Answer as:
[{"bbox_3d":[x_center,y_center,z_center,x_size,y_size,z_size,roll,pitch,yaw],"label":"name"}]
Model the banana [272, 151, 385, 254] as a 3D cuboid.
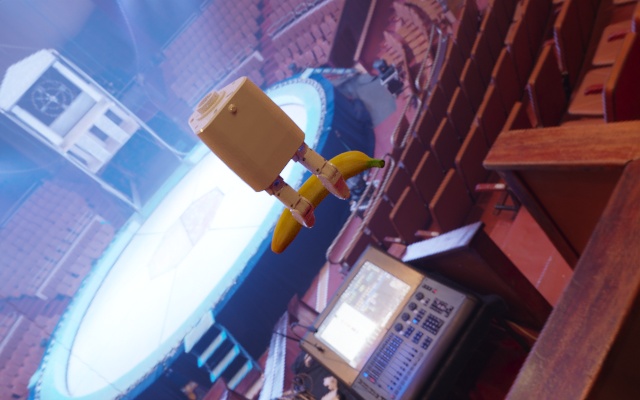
[{"bbox_3d":[-0.003,-0.008,0.674,0.037,0.198,0.069,45,7,-31],"label":"banana"}]
